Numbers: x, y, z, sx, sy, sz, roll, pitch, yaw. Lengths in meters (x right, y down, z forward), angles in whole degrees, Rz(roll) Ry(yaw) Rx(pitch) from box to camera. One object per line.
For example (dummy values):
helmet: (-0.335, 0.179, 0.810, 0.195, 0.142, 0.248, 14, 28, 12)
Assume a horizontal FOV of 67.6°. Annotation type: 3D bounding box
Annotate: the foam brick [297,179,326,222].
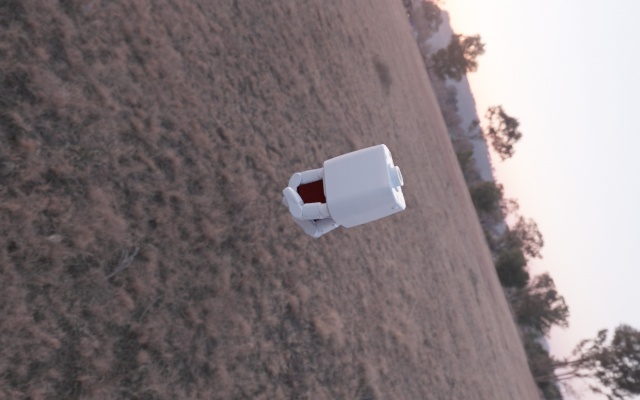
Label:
foam brick: (0.000, 0.003, 0.821, 0.051, 0.053, 0.078, -15, -18, 18)
